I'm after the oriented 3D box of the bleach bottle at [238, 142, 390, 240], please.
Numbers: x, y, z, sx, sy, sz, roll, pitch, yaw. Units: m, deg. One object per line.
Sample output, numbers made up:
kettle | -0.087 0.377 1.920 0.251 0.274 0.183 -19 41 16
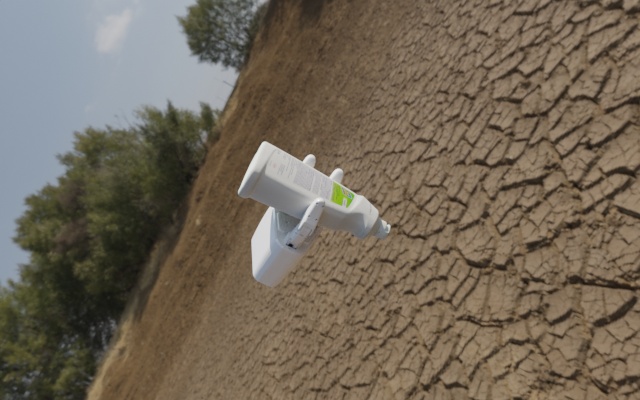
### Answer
bleach bottle | 0.000 0.002 0.771 0.251 0.068 0.102 27 38 -12
